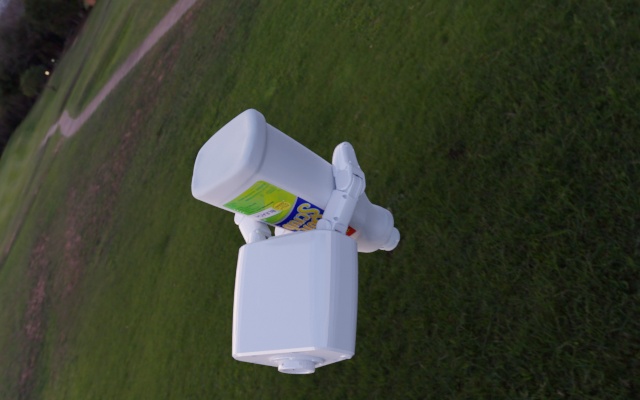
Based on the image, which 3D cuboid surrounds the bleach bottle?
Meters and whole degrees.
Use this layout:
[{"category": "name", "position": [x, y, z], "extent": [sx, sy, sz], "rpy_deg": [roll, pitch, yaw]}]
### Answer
[{"category": "bleach bottle", "position": [0.000, 0.002, 0.499], "extent": [0.251, 0.068, 0.102], "rpy_deg": [25, -37, -37]}]
